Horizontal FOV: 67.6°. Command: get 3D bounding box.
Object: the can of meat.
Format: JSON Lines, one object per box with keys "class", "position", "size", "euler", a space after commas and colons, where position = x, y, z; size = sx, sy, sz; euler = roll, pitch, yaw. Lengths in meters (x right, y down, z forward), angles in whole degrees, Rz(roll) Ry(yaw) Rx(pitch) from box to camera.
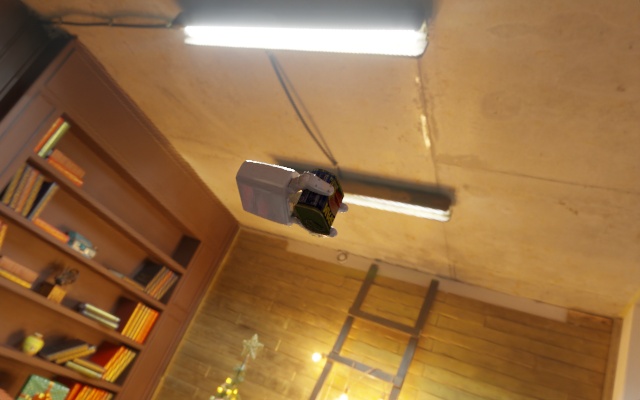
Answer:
{"class": "can of meat", "position": [0.000, 0.003, 0.874], "size": [0.057, 0.084, 0.102], "euler": [14, -25, 22]}
